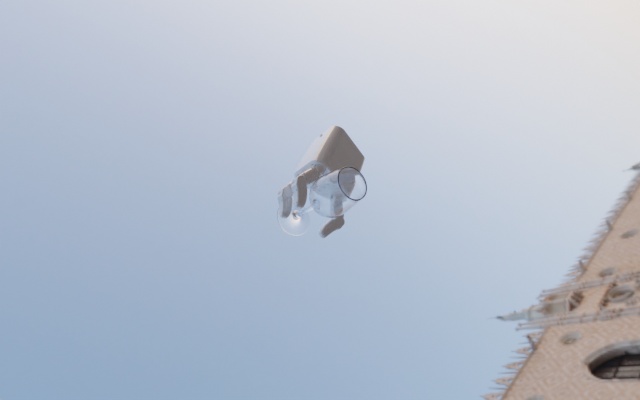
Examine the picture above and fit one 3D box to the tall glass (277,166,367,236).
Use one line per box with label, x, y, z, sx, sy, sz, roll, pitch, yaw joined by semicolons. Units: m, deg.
tall glass;0.000;0.003;0.878;0.079;0.079;0.201;0;-19;-35
